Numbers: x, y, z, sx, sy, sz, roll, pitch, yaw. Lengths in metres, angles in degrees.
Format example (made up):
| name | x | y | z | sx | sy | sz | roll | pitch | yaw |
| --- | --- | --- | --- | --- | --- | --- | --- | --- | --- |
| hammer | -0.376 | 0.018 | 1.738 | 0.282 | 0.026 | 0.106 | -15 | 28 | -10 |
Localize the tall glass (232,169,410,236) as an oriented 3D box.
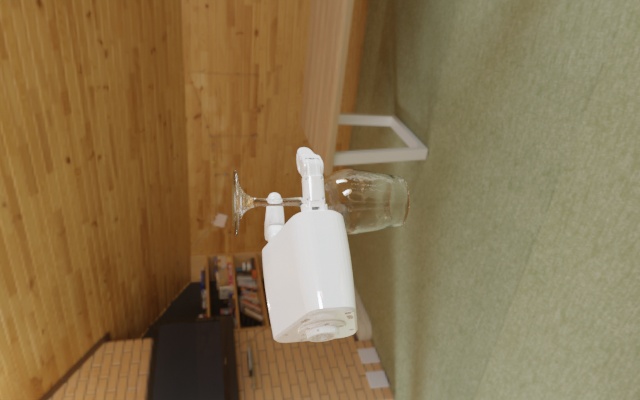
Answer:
| name | x | y | z | sx | sy | sz | roll | pitch | yaw |
| --- | --- | --- | --- | --- | --- | --- | --- | --- | --- |
| tall glass | -0.001 | 0.002 | 0.559 | 0.201 | 0.079 | 0.079 | -1 | 0 | -14 |
